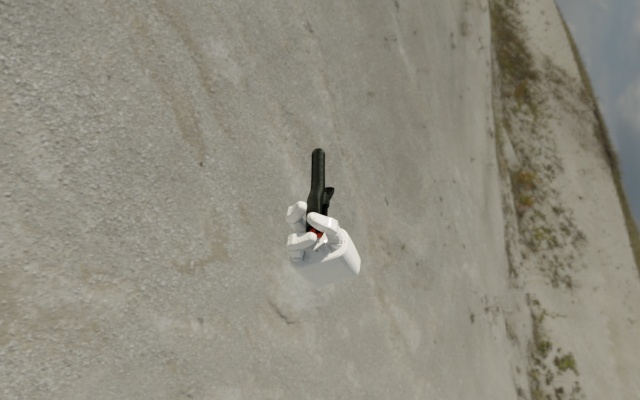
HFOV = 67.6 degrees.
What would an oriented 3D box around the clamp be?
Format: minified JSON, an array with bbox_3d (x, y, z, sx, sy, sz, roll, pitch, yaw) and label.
[{"bbox_3d":[0.001,0.003,0.881,0.039,0.171,0.120,-4,-33,20],"label":"clamp"}]
